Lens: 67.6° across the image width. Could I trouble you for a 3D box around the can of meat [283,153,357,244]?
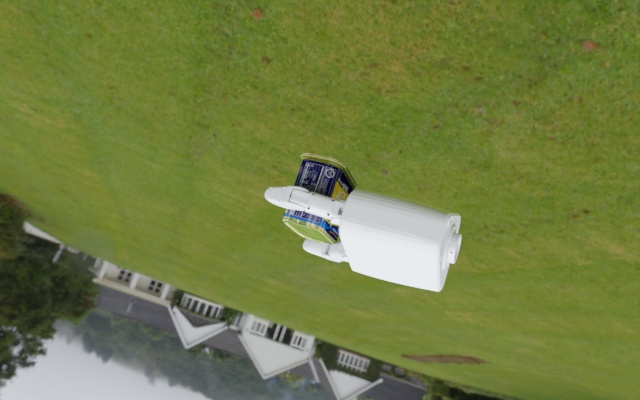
[{"bbox_3d":[0.000,0.002,0.581,0.057,0.084,0.102,14,-13,19],"label":"can of meat"}]
